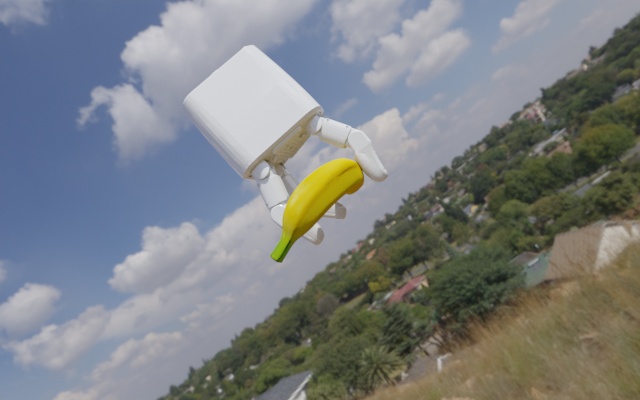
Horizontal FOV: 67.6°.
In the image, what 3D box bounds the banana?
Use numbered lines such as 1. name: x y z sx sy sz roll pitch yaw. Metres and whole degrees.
1. banana: 0.008 -0.010 0.479 0.037 0.070 0.197 40 32 7
